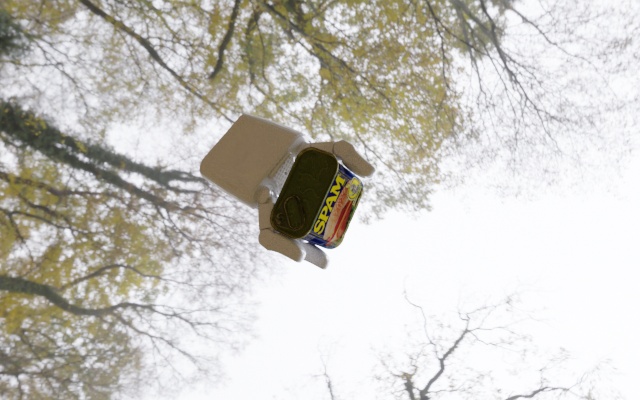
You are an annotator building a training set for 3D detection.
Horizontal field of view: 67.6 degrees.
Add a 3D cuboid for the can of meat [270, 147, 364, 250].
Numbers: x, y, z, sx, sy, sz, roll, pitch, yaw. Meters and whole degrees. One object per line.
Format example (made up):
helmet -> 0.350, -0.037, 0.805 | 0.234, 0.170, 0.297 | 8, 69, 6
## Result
can of meat -> 0.000, 0.002, 0.553 | 0.057, 0.102, 0.084 | 22, -4, 32
